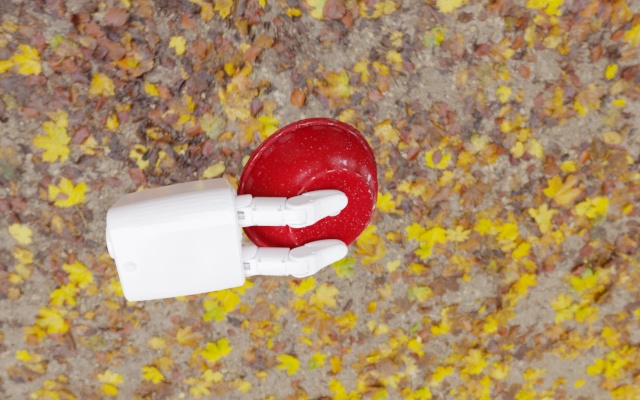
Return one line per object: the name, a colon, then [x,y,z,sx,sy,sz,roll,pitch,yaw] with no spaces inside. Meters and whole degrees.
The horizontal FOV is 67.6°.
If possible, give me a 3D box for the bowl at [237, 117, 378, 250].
bowl: [0.001,0.001,0.483,0.162,0.162,0.055,0,25,-28]
